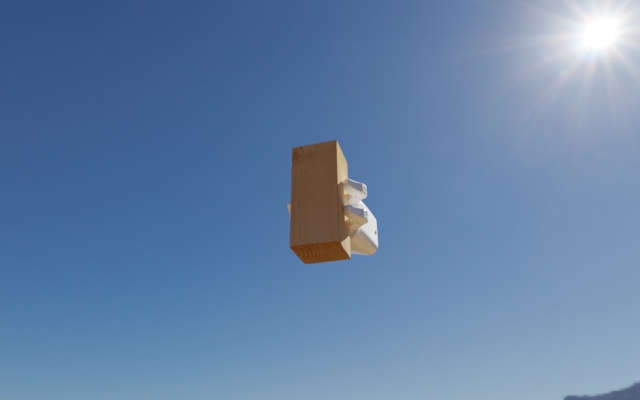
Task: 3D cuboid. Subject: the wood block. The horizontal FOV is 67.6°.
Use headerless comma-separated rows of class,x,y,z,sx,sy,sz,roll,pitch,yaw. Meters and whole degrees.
wood block,0.000,0.003,0.888,0.091,0.206,0.090,-9,-30,15
